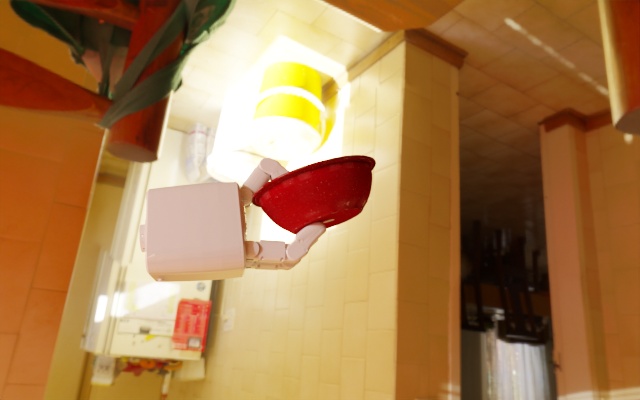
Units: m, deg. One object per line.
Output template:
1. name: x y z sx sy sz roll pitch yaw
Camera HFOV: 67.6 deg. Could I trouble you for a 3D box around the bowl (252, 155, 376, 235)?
1. bowl: 0.002 0.002 0.590 0.162 0.055 0.162 -18 -13 -4
